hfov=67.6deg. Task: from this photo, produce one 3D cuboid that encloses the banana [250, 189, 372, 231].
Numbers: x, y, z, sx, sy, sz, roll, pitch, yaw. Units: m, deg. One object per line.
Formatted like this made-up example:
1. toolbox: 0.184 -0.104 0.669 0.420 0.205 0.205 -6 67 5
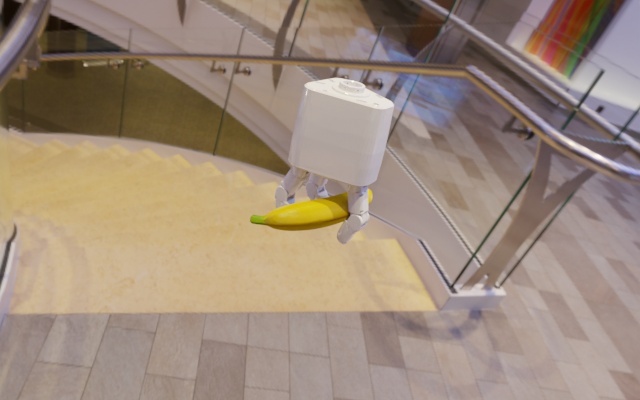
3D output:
1. banana: 0.007 0.009 0.651 0.198 0.037 0.069 -11 26 -31
